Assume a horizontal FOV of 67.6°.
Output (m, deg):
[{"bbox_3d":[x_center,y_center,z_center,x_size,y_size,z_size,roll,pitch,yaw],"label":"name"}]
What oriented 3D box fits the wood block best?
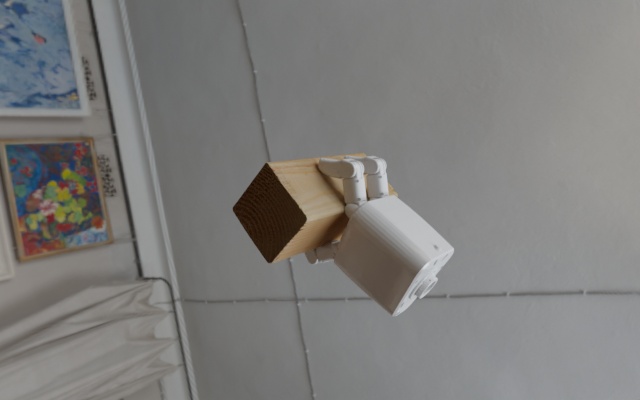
[{"bbox_3d":[0.000,0.003,0.637,0.206,0.090,0.091,-12,-31,-52],"label":"wood block"}]
